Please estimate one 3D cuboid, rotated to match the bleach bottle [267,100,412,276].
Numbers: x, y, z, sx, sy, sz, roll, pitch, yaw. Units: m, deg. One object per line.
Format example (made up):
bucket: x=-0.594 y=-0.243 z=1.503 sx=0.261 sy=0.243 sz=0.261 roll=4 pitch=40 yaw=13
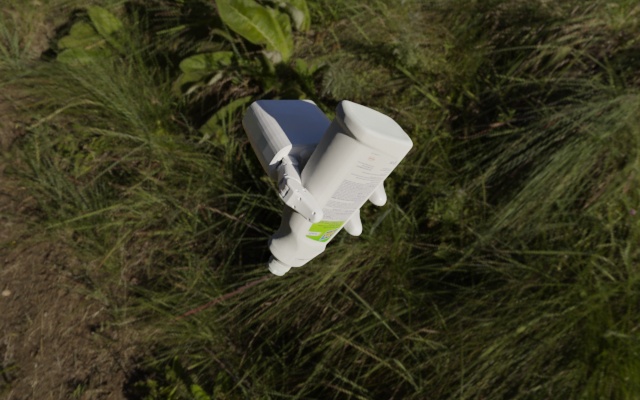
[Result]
bleach bottle: x=0.000 y=0.002 z=0.592 sx=0.102 sy=0.251 sz=0.068 roll=9 pitch=38 yaw=-43
